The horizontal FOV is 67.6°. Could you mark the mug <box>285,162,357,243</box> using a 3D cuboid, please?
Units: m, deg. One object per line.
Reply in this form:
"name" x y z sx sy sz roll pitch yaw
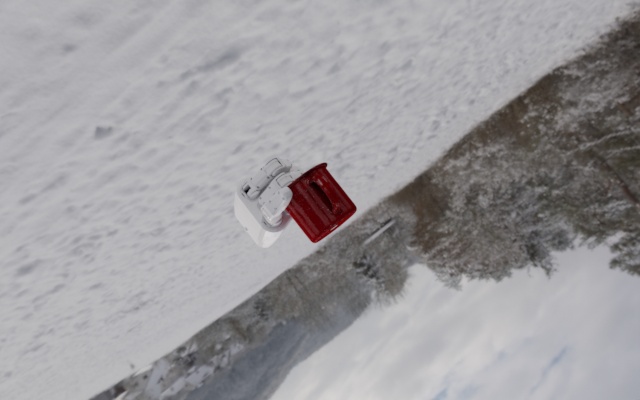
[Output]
"mug" 0.001 0.002 0.665 0.093 0.081 0.117 -35 -8 -23
